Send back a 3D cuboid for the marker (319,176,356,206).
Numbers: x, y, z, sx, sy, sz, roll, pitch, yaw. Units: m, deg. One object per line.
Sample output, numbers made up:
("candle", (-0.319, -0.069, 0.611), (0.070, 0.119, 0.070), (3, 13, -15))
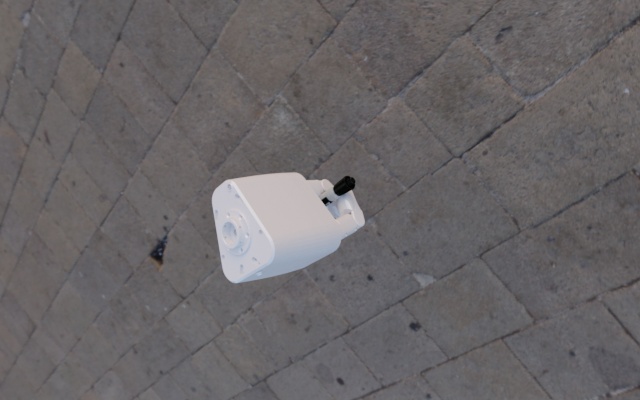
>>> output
("marker", (0.000, 0.002, 0.616), (0.020, 0.020, 0.121), (0, -26, -46))
